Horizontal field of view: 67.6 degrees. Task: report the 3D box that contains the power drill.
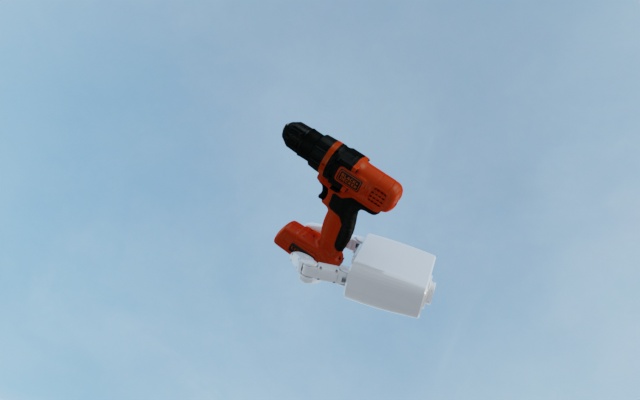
[{"bbox_3d":[0.000,0.003,0.674,0.184,0.188,0.057,35,35,12],"label":"power drill"}]
